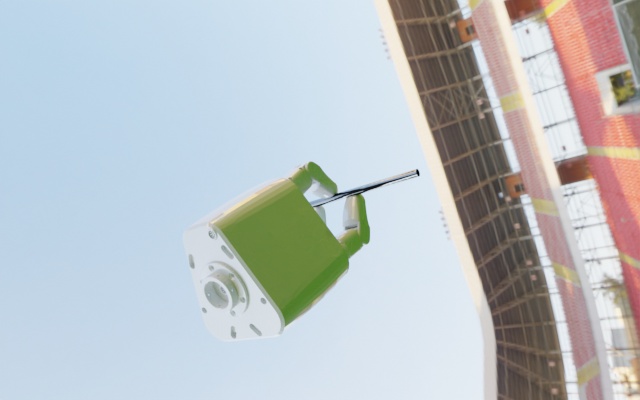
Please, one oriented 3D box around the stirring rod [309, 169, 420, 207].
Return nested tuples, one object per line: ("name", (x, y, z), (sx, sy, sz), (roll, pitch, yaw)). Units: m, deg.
("stirring rod", (0.000, 0.002, 0.527), (0.239, 0.011, 0.011), (-17, -10, 36))
